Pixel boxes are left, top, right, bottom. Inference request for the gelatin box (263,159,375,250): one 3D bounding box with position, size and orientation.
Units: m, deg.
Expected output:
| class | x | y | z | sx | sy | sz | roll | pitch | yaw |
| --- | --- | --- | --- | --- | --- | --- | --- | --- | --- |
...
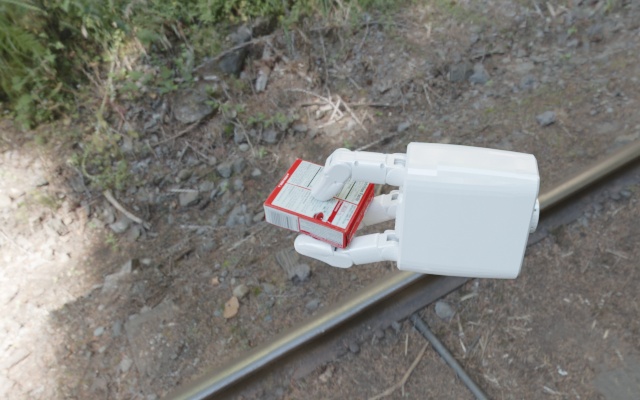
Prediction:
| class | x | y | z | sx | sy | sz | roll | pitch | yaw |
| --- | --- | --- | --- | --- | --- | --- | --- | --- | --- |
| gelatin box | 0.000 | 0.001 | 0.471 | 0.089 | 0.030 | 0.073 | 18 | 50 | 17 |
